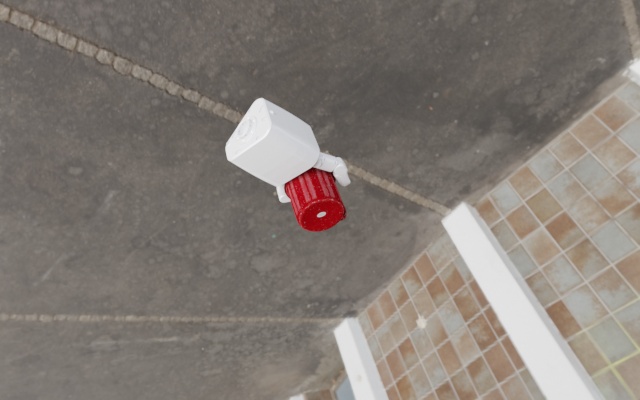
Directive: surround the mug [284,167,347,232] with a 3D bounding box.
[{"bbox_3d":[0.001,0.003,0.818,0.117,0.081,0.093,27,-60,-39],"label":"mug"}]
